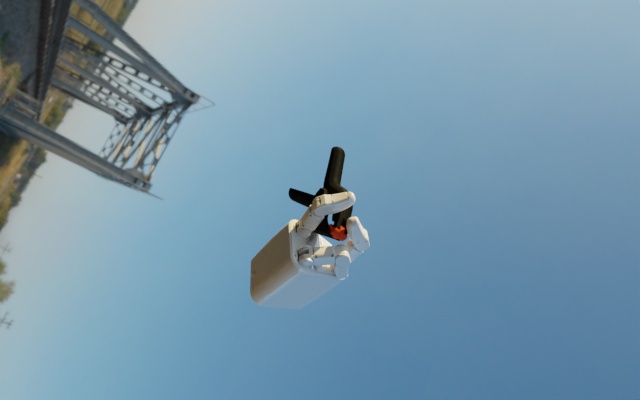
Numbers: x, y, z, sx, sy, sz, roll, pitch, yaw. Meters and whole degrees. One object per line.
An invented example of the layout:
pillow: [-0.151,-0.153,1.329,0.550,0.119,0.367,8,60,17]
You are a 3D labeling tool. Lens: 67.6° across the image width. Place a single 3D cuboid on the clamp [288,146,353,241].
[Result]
clamp: [0.001,0.003,0.738,0.039,0.171,0.120,30,-56,-30]
